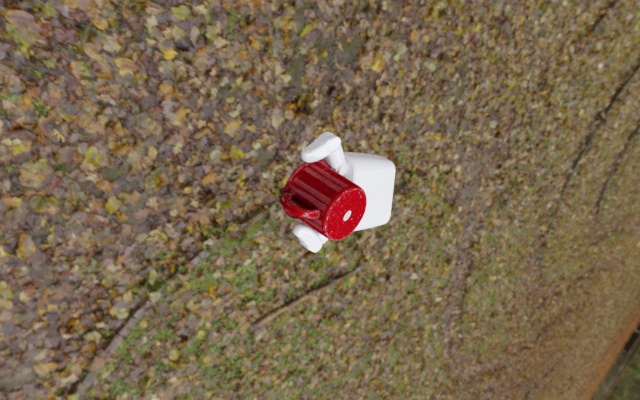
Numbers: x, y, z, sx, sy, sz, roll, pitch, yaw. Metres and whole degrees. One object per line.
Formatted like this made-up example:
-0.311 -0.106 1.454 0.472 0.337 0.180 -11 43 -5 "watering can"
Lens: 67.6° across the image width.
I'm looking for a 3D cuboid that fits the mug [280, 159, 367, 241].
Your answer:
-0.001 0.002 0.637 0.117 0.093 0.081 -5 30 -46 "mug"
